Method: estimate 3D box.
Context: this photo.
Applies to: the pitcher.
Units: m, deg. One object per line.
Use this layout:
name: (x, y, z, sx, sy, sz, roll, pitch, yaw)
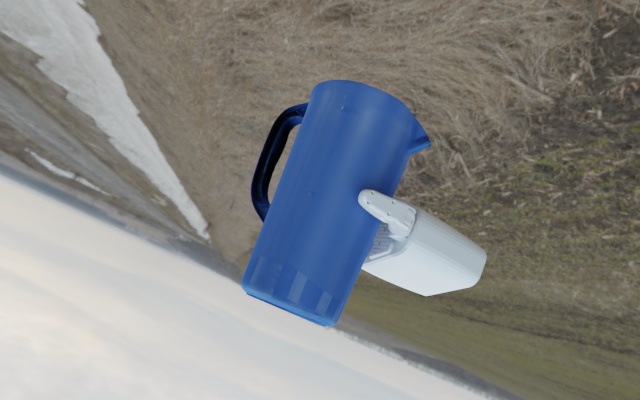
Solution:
pitcher: (0.000, 0.002, 0.523, 0.145, 0.242, 0.149, 27, -14, -19)
